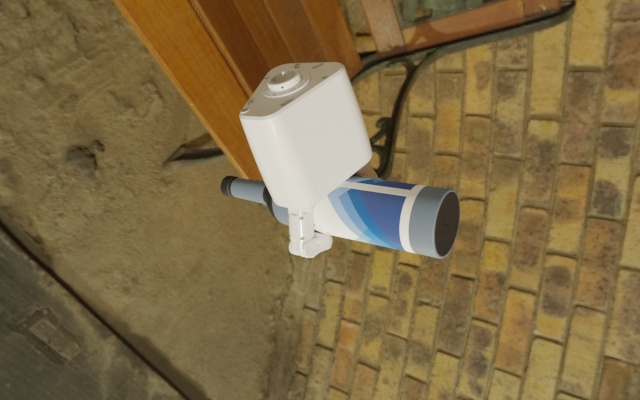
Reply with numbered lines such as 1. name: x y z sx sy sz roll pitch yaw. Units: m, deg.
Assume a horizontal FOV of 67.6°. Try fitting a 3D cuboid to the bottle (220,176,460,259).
1. bottle: 0.000 0.002 0.531 0.295 0.069 0.069 10 5 35
